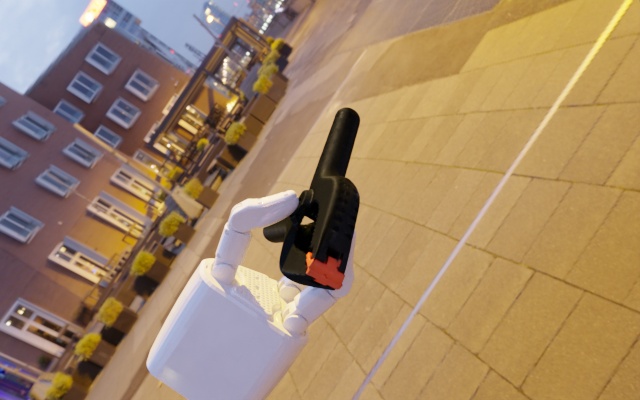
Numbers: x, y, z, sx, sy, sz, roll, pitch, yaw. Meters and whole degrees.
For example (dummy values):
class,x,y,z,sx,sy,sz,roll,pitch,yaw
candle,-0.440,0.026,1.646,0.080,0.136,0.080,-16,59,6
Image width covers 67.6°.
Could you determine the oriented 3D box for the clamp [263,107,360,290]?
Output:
class,x,y,z,sx,sy,sz,roll,pitch,yaw
clamp,-0.001,0.001,0.413,0.036,0.164,0.210,28,11,-16
